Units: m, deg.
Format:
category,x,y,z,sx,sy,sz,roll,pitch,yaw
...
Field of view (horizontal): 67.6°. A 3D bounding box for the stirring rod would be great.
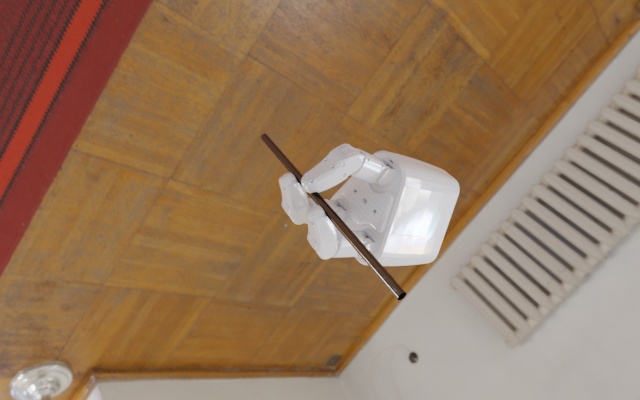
category,x,y,z,sx,sy,sz,roll,pitch,yaw
stirring rod,0.000,0.001,0.428,0.011,0.011,0.239,0,35,-37
